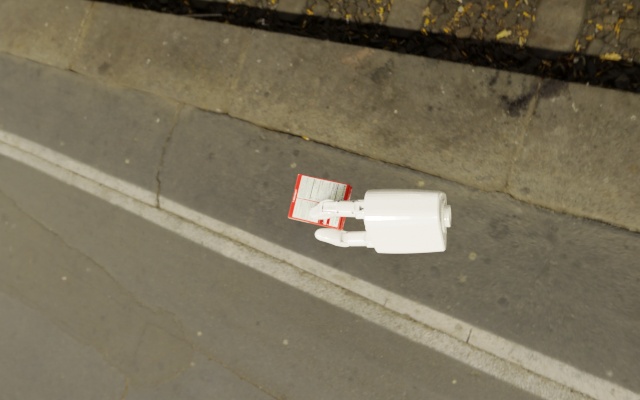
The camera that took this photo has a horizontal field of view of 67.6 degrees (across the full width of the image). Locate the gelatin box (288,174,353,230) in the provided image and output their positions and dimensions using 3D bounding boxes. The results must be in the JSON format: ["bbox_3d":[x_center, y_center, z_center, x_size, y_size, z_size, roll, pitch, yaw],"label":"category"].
[{"bbox_3d":[0.000,0.002,0.764,0.089,0.073,0.030,12,-2,16],"label":"gelatin box"}]
